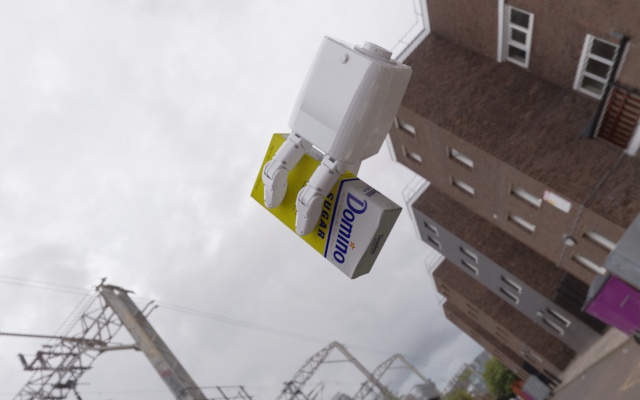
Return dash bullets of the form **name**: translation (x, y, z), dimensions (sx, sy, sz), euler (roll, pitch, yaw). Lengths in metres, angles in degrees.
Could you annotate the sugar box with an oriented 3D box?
- **sugar box**: translation (0.000, 0.002, 0.558), dimensions (0.176, 0.093, 0.048), euler (37, 27, 30)
